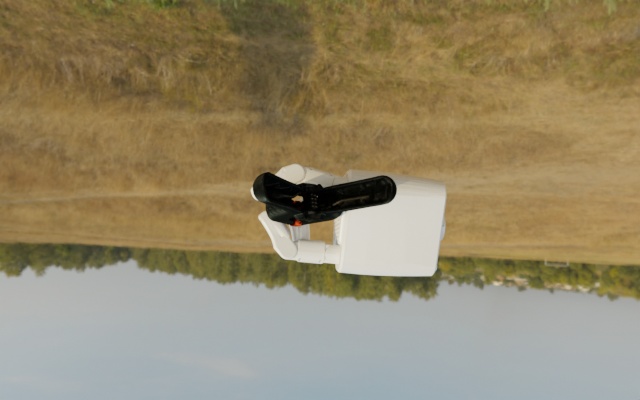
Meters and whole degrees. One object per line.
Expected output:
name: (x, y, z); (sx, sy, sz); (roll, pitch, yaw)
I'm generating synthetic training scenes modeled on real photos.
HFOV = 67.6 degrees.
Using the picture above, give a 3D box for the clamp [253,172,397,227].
clamp: (0.000, 0.002, 0.458); (0.120, 0.039, 0.171); (5, -8, -4)
